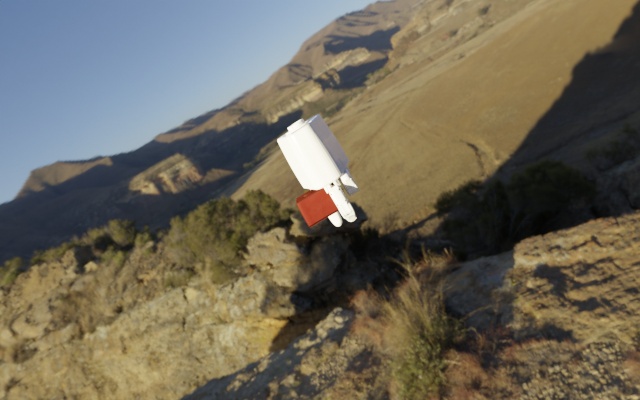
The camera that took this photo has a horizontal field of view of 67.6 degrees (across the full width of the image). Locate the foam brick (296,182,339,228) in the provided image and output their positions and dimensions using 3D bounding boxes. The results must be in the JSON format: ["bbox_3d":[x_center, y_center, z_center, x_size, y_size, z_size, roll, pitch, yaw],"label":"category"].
[{"bbox_3d":[0.000,0.003,0.868,0.078,0.051,0.053,-31,13,4],"label":"foam brick"}]
